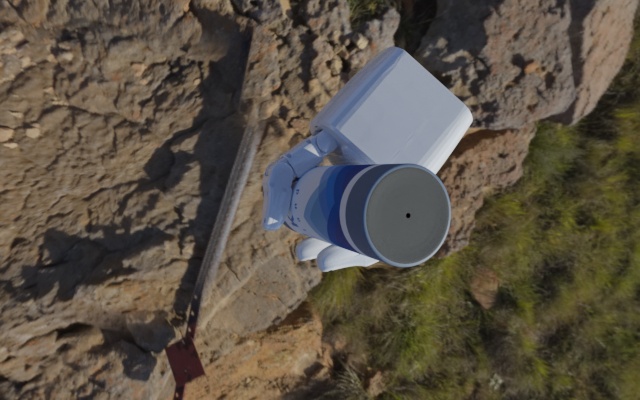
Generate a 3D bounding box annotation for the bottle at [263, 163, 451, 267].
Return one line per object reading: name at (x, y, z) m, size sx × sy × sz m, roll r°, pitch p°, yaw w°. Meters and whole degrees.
bottle at (0.000, 0.002, 0.438) m, size 0.069 × 0.069 × 0.295 m, roll 0°, pitch 3°, yaw -22°
